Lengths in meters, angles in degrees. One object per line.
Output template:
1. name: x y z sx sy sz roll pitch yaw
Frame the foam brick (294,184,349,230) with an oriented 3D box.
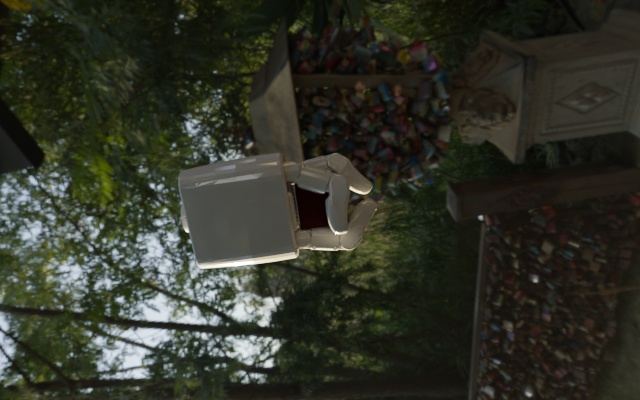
1. foam brick: 0.000 0.002 0.536 0.051 0.053 0.078 -9 0 -1
